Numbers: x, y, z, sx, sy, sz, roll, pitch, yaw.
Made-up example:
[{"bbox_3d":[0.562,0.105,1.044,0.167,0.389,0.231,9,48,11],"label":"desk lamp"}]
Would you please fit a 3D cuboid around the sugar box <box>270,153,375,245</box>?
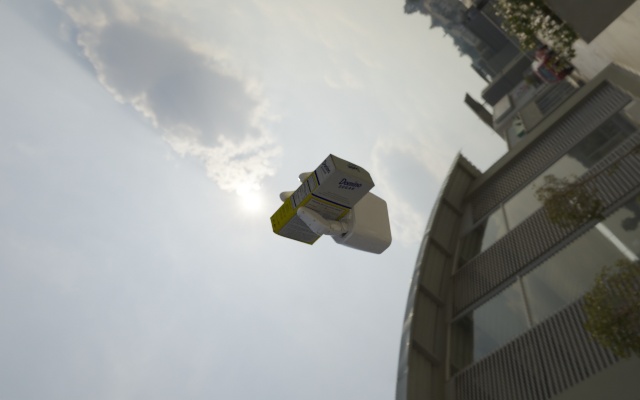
[{"bbox_3d":[0.000,0.002,0.823,0.093,0.048,0.176,20,-55,-37],"label":"sugar box"}]
